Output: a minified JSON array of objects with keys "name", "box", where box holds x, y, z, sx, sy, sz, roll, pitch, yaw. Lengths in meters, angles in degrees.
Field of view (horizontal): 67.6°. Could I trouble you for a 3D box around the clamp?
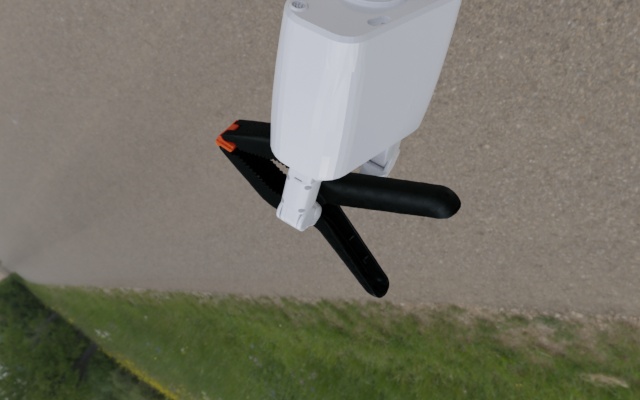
[{"name":"clamp","box":[-0.001,0.001,0.421,0.210,0.036,0.165,29,-37,13]}]
